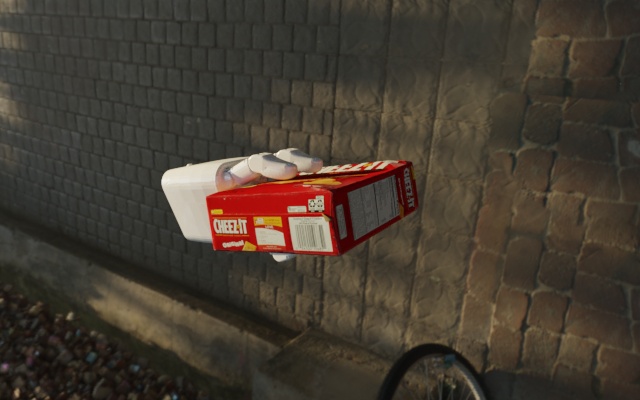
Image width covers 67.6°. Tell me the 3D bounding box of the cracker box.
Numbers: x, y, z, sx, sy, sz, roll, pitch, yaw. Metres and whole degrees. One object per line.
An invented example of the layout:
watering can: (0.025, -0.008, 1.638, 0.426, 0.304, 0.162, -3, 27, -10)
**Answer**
cracker box: (0.000, 0.002, 0.567, 0.164, 0.072, 0.213, -2, 11, 32)
